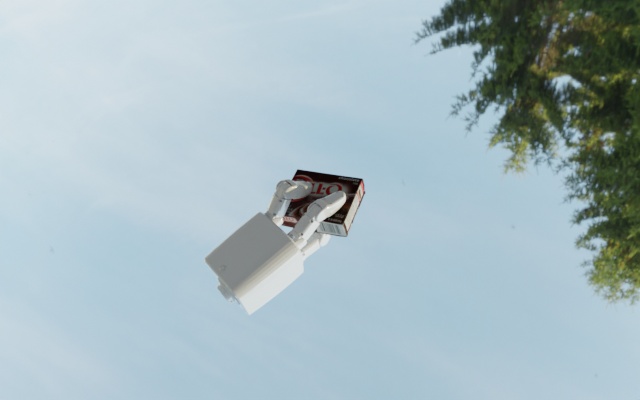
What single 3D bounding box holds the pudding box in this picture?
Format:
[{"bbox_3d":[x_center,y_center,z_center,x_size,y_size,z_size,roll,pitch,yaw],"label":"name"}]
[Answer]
[{"bbox_3d":[0.000,0.002,0.714,0.113,0.090,0.039,11,-35,21],"label":"pudding box"}]
